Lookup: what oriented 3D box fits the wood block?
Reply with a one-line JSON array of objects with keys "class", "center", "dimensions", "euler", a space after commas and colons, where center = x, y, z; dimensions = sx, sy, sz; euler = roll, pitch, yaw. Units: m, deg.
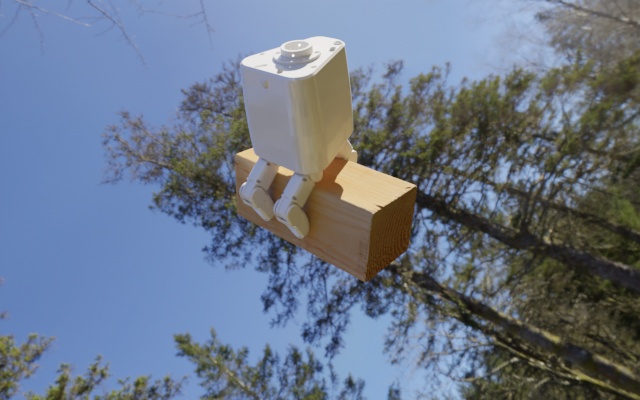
[{"class": "wood block", "center": [0.000, 0.001, 0.576], "dimensions": [0.206, 0.090, 0.091], "euler": [24, 36, 34]}]
